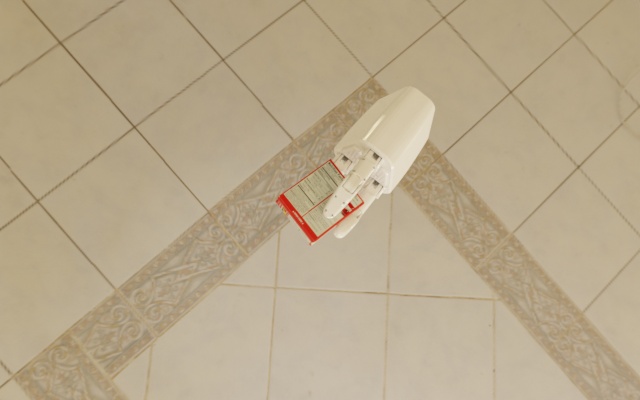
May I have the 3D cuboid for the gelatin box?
[{"bbox_3d":[0.000,0.002,0.608,0.089,0.073,0.030,-37,-5,-19],"label":"gelatin box"}]
